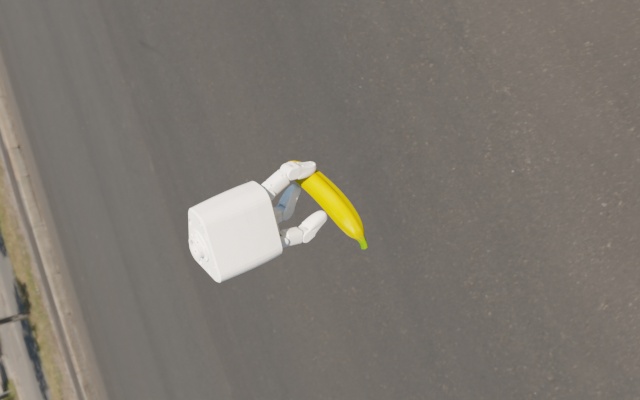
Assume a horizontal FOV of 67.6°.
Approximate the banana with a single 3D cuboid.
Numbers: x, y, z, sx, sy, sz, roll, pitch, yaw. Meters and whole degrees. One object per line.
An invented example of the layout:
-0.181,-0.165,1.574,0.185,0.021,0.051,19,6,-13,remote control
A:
0.005,-0.005,0.749,0.037,0.197,0.070,-32,-22,-26,banana
